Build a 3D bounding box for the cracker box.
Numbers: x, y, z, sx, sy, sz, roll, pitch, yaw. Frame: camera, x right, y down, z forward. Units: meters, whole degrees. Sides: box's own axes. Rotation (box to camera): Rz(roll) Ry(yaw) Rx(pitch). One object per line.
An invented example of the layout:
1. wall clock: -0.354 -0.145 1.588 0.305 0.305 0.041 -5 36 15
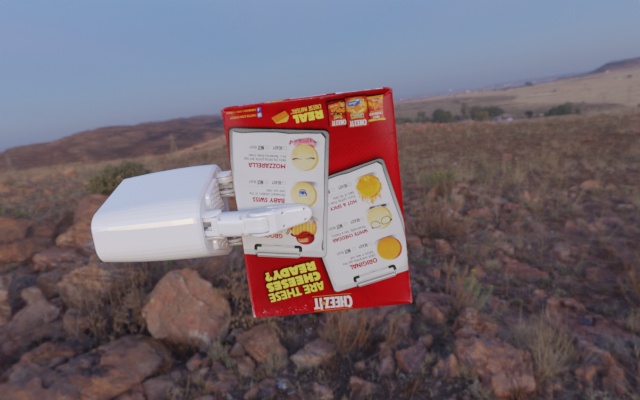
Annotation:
1. cracker box: 0.000 0.001 0.491 0.164 0.214 0.072 -6 11 5
